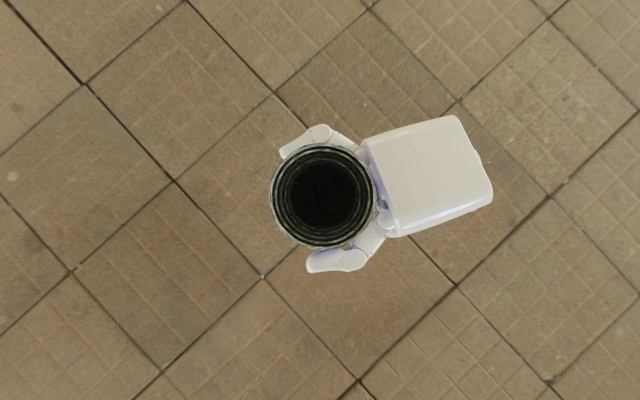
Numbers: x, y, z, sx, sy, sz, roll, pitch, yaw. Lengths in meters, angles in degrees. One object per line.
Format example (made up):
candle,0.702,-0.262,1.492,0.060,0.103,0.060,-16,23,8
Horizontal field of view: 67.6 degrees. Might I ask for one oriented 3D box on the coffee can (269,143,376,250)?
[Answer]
coffee can,0.000,0.002,0.519,0.103,0.103,0.140,0,-5,-2
